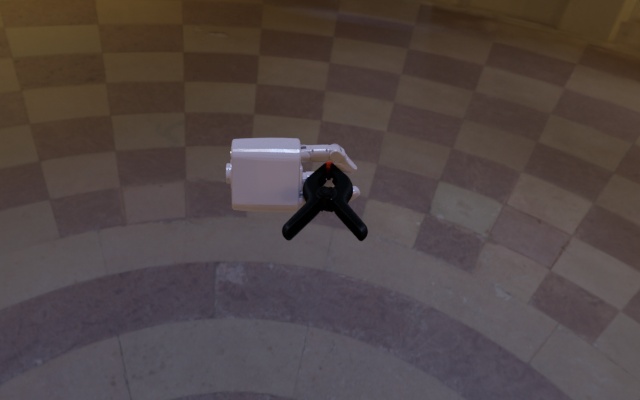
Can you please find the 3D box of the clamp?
[{"bbox_3d":[0.000,0.002,0.724,0.120,0.039,0.171,-1,38,-6],"label":"clamp"}]
